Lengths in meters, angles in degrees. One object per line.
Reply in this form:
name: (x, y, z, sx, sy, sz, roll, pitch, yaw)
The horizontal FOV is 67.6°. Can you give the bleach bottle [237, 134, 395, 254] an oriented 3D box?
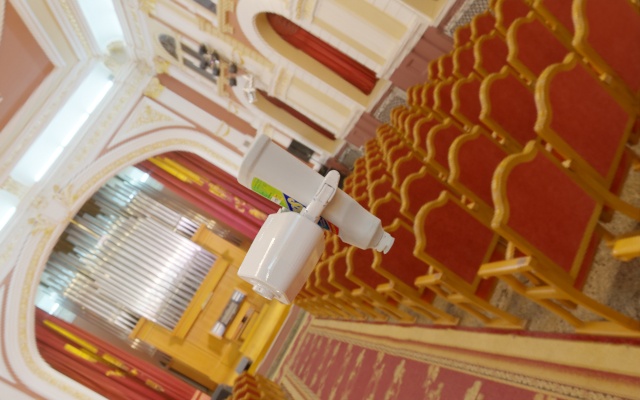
bleach bottle: (0.000, 0.002, 0.713, 0.251, 0.068, 0.102, 31, -19, -4)
